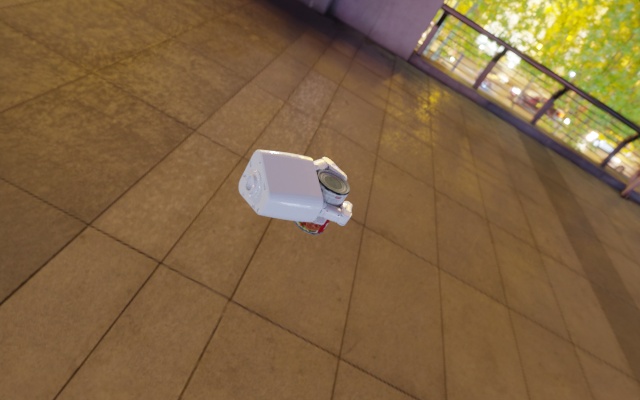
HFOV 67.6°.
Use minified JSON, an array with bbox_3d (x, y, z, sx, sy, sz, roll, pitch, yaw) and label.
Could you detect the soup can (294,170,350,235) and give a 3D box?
[{"bbox_3d":[0.001,0.003,0.865,0.068,0.102,0.068,23,32,-15],"label":"soup can"}]
